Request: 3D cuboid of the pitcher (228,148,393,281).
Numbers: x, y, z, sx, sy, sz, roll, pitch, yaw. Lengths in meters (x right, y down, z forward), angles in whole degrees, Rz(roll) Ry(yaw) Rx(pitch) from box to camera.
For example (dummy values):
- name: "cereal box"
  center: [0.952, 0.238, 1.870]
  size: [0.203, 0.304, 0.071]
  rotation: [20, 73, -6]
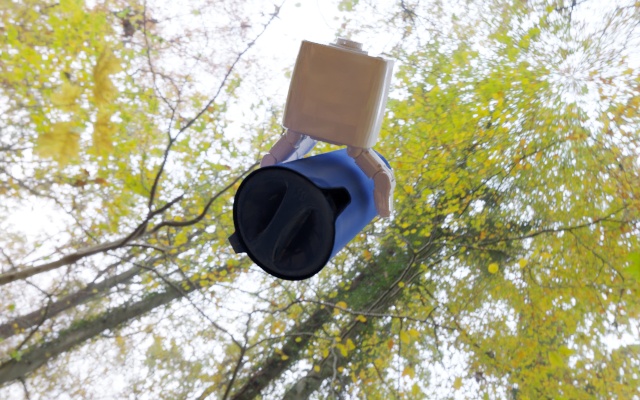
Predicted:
- name: "pitcher"
  center: [0.000, 0.002, 0.626]
  size: [0.149, 0.145, 0.242]
  rotation: [23, 24, 21]
